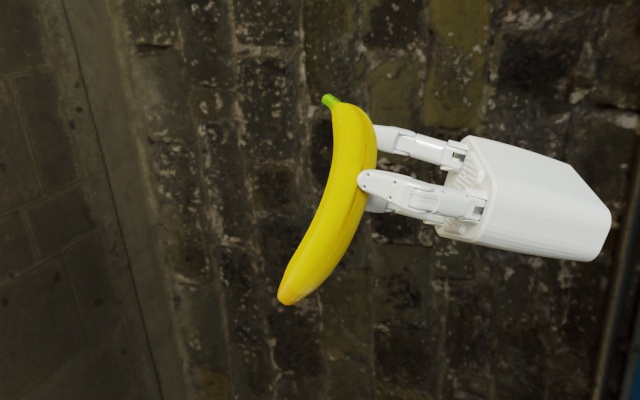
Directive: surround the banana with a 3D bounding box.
[{"bbox_3d":[0.012,-0.002,0.414,0.037,0.197,0.069,21,-13,-33],"label":"banana"}]
